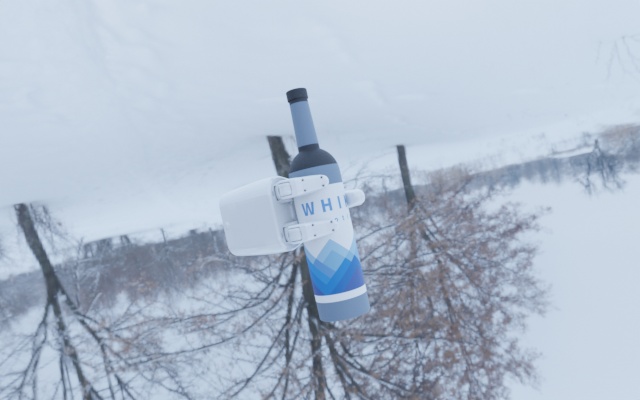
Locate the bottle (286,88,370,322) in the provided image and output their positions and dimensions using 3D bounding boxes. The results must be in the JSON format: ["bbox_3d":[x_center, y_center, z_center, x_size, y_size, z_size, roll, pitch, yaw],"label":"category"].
[{"bbox_3d":[0.000,0.002,0.615,0.069,0.295,0.069,-12,0,0],"label":"bottle"}]
